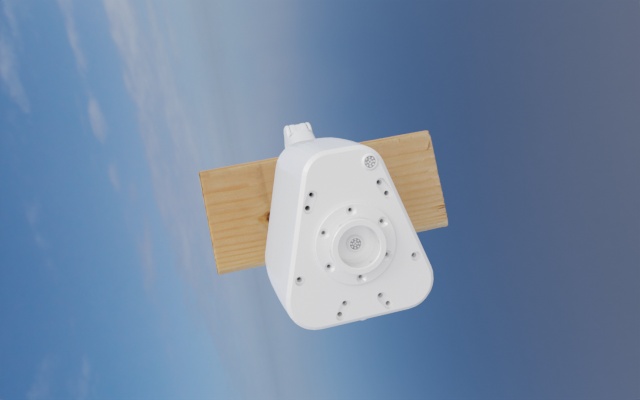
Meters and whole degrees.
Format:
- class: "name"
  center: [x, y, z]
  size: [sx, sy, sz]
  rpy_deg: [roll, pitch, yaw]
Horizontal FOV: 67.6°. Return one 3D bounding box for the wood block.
- class: "wood block"
  center: [0.000, 0.001, 0.452]
  size: [0.206, 0.091, 0.090]
  rpy_deg: [-11, -1, -9]
